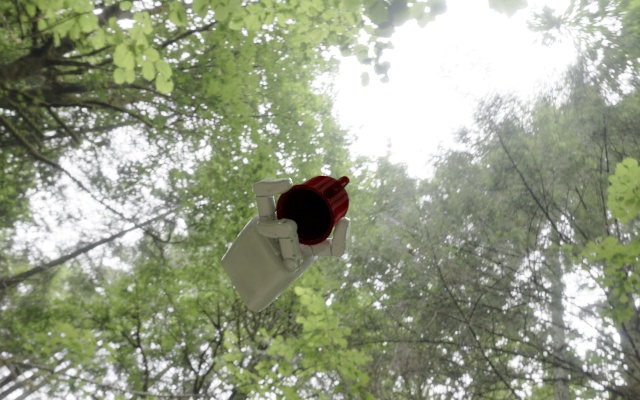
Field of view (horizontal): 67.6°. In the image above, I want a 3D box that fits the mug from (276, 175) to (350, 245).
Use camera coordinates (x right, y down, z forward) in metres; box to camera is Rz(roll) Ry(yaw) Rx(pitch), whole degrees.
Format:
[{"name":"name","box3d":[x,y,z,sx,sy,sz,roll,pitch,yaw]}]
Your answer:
[{"name":"mug","box3d":[0.001,0.001,0.716,0.117,0.093,0.081,-46,-5,30]}]
